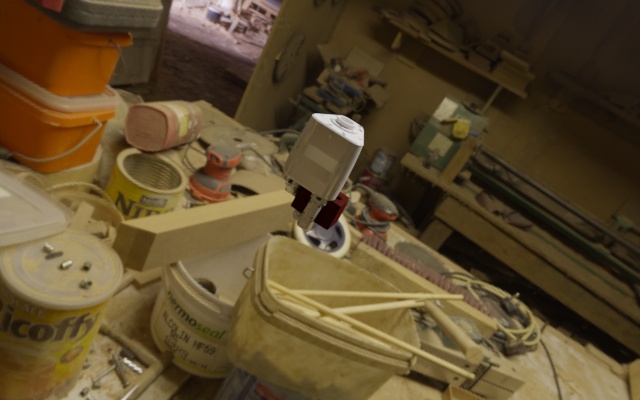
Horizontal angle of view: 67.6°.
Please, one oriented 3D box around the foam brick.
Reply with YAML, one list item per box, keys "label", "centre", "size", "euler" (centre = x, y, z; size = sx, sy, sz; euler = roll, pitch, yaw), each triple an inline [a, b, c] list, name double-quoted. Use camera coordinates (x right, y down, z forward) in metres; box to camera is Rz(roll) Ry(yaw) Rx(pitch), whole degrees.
- label: "foam brick"
  centre: [0.000, 0.003, 0.804]
  size: [0.078, 0.051, 0.053]
  euler: [33, 25, 8]
